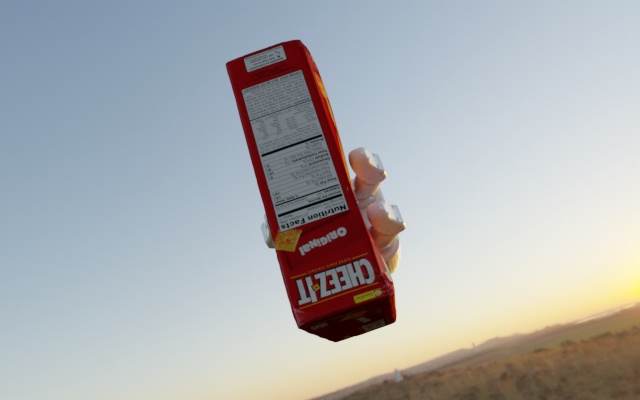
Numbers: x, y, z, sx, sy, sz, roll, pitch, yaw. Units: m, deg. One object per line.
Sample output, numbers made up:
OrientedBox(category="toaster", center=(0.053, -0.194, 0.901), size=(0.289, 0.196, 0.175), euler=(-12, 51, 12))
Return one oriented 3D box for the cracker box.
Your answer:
OrientedBox(category="cracker box", center=(0.000, 0.001, 0.404), size=(0.072, 0.213, 0.164), euler=(-19, -21, 3))
